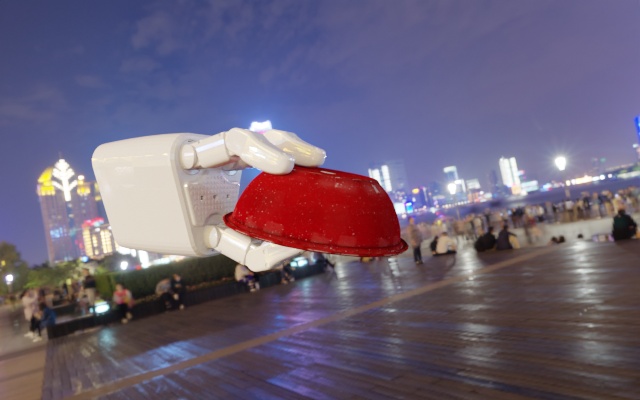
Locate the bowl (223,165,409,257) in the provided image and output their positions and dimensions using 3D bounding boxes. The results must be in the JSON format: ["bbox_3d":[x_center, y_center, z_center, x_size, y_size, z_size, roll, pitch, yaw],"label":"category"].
[{"bbox_3d":[0.001,0.001,0.414,0.162,0.055,0.162,9,7,-1],"label":"bowl"}]
